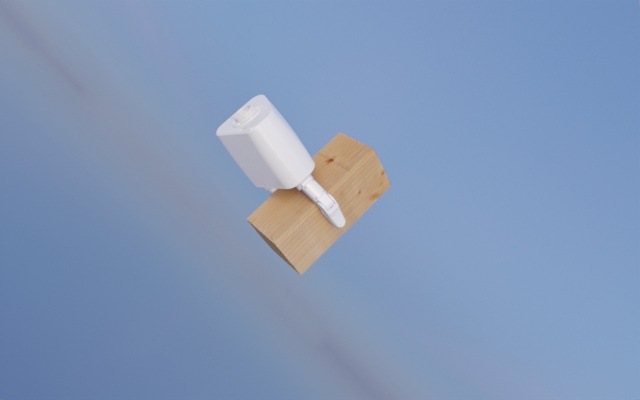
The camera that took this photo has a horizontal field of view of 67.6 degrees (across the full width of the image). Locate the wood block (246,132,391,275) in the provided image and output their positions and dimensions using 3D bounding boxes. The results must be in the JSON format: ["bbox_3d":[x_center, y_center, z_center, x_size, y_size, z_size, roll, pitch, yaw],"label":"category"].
[{"bbox_3d":[0.000,0.002,0.753,0.090,0.206,0.090,35,-16,44],"label":"wood block"}]
